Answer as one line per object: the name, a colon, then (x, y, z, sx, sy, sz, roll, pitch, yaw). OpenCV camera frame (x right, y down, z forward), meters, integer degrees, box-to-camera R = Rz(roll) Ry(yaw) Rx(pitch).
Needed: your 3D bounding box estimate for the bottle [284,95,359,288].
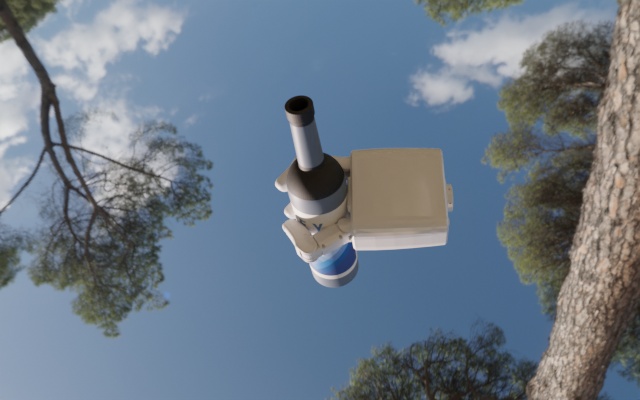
bottle: (0.000, 0.002, 0.559, 0.069, 0.069, 0.296, 0, -39, 10)
